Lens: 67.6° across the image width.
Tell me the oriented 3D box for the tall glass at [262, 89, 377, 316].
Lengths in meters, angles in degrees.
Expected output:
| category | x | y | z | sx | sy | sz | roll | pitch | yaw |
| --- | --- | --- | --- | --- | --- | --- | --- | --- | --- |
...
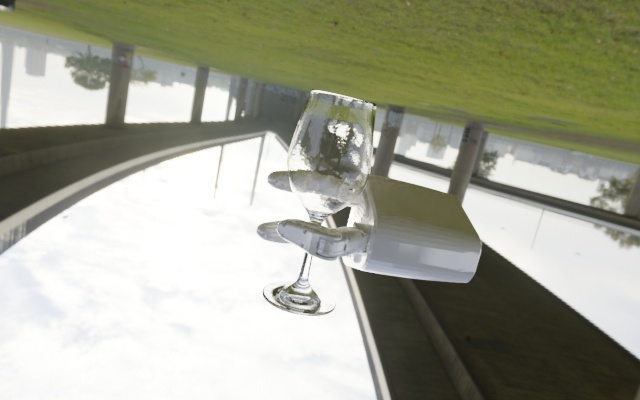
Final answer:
| category | x | y | z | sx | sy | sz | roll | pitch | yaw |
| --- | --- | --- | --- | --- | --- | --- | --- | --- | --- |
| tall glass | 0.000 | 0.002 | 0.451 | 0.079 | 0.201 | 0.079 | 12 | 12 | -2 |
